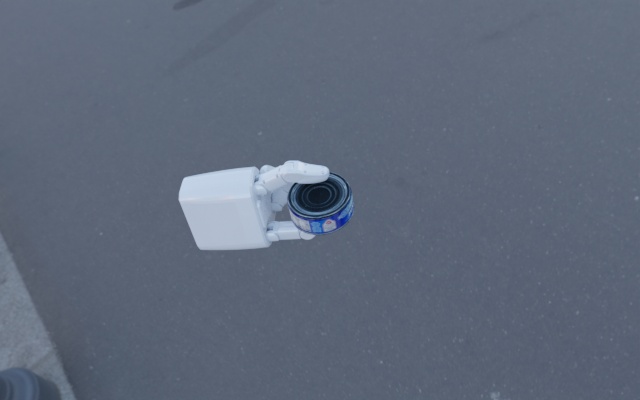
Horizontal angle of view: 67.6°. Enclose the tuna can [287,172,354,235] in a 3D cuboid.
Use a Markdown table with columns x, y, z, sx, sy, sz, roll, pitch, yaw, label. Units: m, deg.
| x | y | z | sx | sy | sz | roll | pitch | yaw | label |
| --- | --- | --- | --- | --- | --- | --- | --- | --- | --- |
| 0.000 | 0.002 | 0.624 | 0.086 | 0.086 | 0.034 | 0 | -42 | 11 | tuna can |
